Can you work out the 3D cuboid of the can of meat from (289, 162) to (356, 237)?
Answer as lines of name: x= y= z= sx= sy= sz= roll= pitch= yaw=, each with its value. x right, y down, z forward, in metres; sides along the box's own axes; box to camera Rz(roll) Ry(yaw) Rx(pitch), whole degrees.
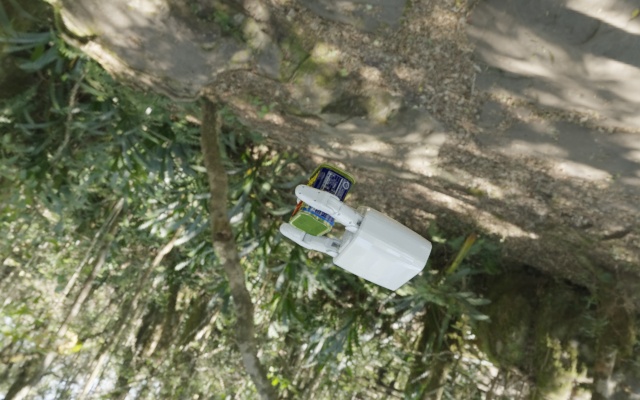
can of meat: x=0.000 y=0.003 z=0.706 sx=0.057 sy=0.084 sz=0.102 roll=28 pitch=-19 yaw=-8
